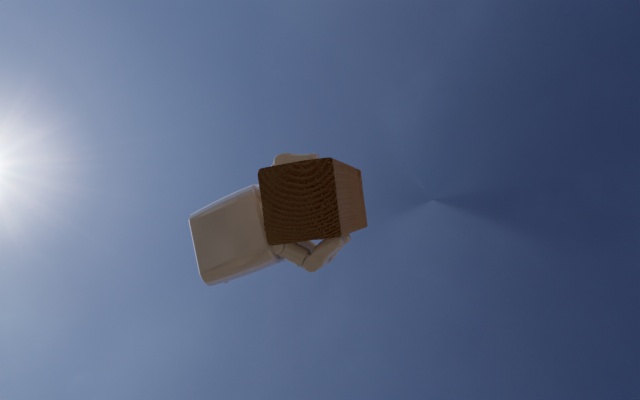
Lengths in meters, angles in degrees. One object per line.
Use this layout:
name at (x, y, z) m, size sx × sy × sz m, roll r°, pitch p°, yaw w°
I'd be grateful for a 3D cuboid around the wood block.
wood block at (0.000, 0.002, 0.628) m, size 0.090 × 0.091 × 0.206 m, roll -8°, pitch -2°, yaw 13°
